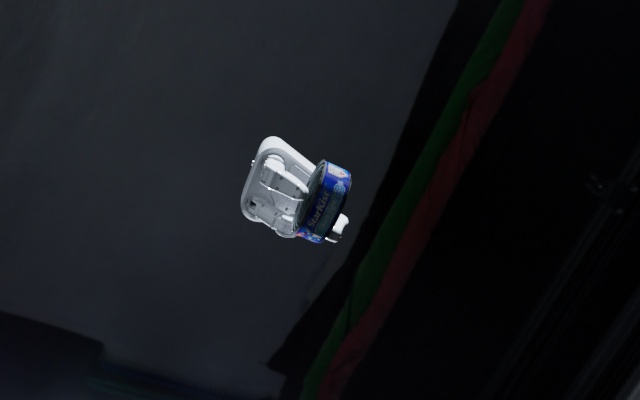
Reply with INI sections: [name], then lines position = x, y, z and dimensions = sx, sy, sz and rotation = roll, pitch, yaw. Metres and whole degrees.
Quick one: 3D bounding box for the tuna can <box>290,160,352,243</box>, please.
[tuna can]
position = 0.001, 0.002, 0.512
dimensions = 0.034, 0.086, 0.086
rotation = 24, -4, -10
